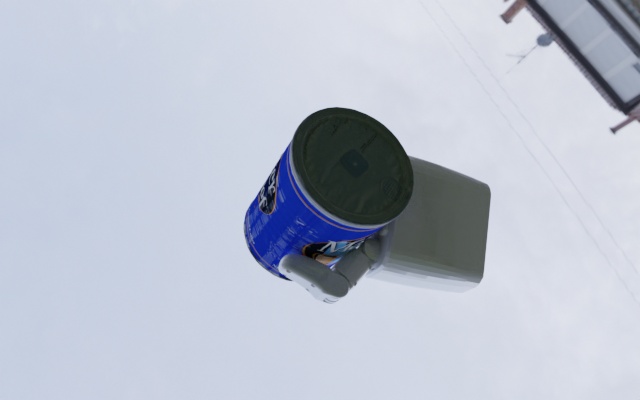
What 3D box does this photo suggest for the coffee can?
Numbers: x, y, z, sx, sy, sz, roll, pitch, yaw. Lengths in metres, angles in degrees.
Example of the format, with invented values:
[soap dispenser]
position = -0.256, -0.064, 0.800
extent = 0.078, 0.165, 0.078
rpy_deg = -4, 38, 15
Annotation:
[coffee can]
position = 0.000, 0.001, 0.416
extent = 0.103, 0.102, 0.140
rpy_deg = 0, -25, -25
